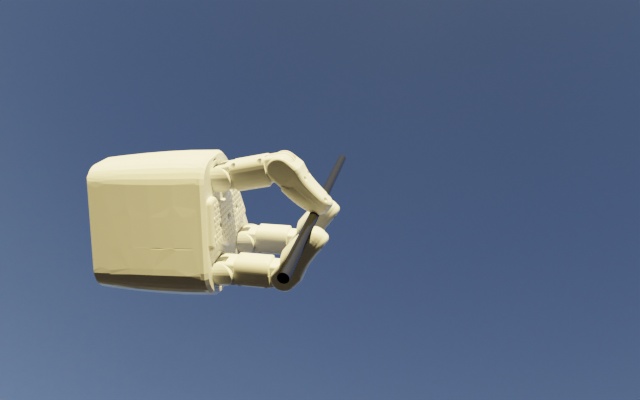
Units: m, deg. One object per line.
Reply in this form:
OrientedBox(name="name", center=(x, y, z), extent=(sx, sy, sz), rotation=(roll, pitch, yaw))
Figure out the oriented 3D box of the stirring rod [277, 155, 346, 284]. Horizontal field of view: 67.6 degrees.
OrientedBox(name="stirring rod", center=(0.000, 0.001, 0.401), extent=(0.011, 0.011, 0.239), rotation=(0, 23, 12))
